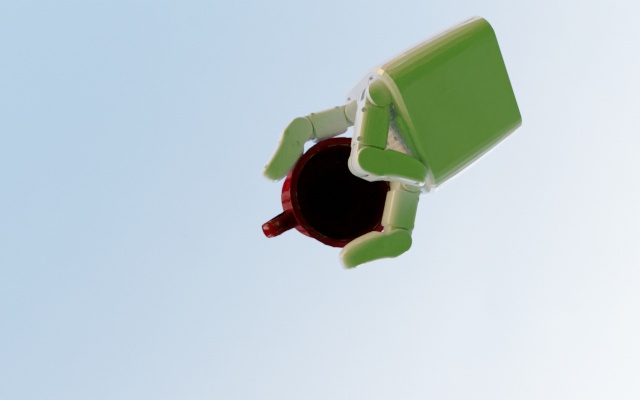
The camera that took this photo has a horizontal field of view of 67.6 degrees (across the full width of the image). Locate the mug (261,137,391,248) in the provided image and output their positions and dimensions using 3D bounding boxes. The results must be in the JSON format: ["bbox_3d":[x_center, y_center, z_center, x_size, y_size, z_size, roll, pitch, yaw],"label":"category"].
[{"bbox_3d":[-0.001,0.002,0.430,0.117,0.093,0.081,-32,5,-14],"label":"mug"}]
